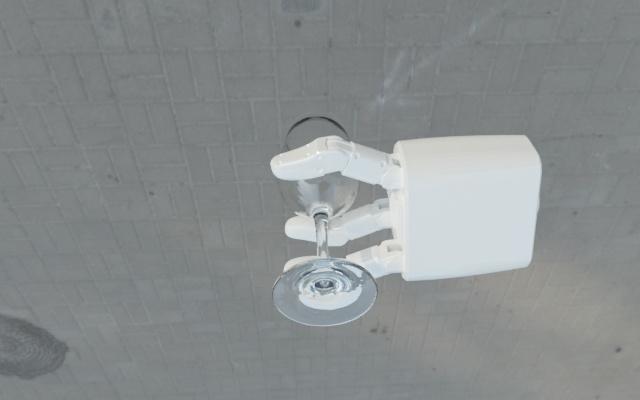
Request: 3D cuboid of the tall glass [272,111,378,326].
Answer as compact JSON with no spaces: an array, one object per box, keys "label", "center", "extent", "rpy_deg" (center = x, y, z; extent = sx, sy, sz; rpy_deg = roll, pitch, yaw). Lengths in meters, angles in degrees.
[{"label":"tall glass","center":[0.000,0.002,0.408],"extent":[0.079,0.079,0.200],"rpy_deg":[0,41,-3]}]
